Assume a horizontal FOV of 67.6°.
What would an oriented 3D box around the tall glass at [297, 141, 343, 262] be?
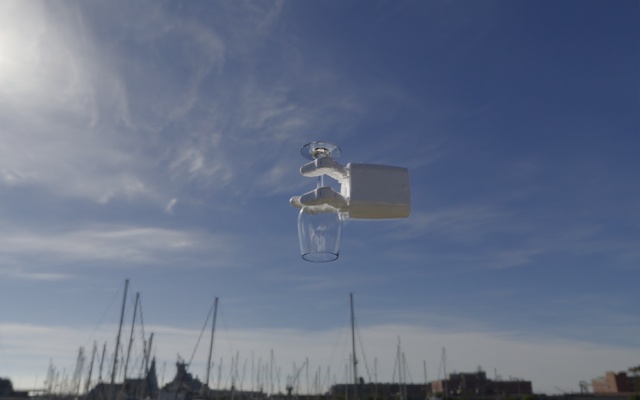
[{"bbox_3d":[0.000,0.002,0.831,0.079,0.201,0.079,1,-22,0],"label":"tall glass"}]
